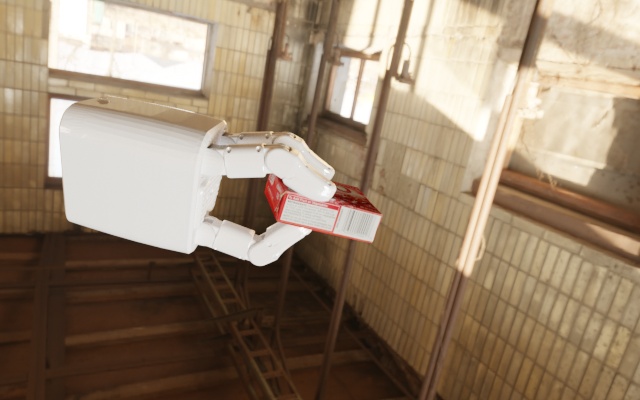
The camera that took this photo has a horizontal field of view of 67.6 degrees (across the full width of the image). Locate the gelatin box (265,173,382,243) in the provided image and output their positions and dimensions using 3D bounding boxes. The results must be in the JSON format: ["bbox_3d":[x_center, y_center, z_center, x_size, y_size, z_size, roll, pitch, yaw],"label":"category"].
[{"bbox_3d":[0.000,0.002,0.417,0.089,0.030,0.073,14,16,-17],"label":"gelatin box"}]
